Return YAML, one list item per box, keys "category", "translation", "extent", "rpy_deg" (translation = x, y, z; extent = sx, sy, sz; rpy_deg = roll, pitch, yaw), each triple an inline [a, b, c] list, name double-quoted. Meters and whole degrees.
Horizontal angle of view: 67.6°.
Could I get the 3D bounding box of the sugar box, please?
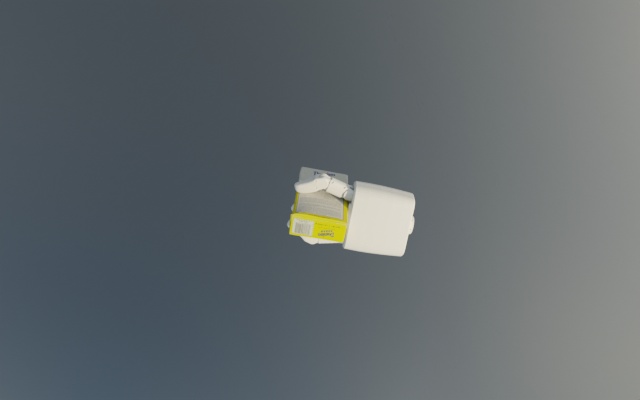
- category: "sugar box"
  translation: [0.000, 0.003, 0.844]
  extent: [0.093, 0.048, 0.176]
  rpy_deg: [10, 27, -1]
